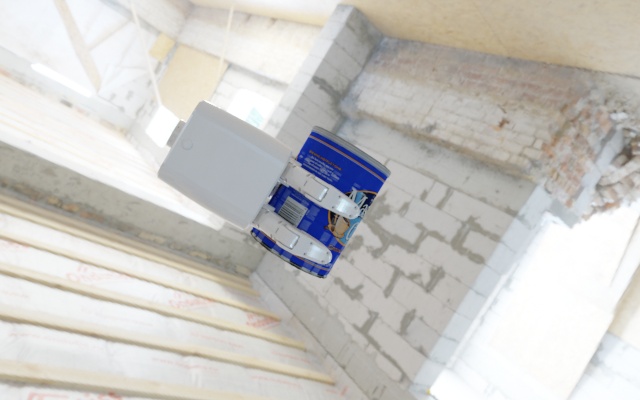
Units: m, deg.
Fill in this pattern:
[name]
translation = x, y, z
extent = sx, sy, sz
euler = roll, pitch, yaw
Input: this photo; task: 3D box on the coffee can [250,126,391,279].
[coffee can]
translation = 0.000, 0.002, 0.542
extent = 0.103, 0.140, 0.103
euler = 31, 2, -1
